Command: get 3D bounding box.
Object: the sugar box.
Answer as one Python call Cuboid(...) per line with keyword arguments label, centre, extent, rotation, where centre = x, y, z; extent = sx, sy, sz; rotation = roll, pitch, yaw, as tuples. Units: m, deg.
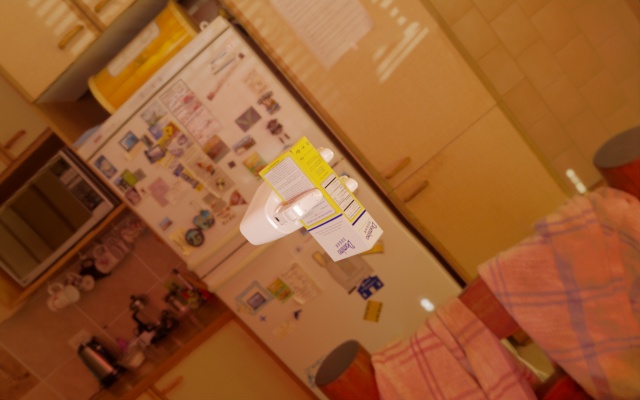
Cuboid(label="sugar box", centre=(0.000, 0.002, 0.682), extent=(0.048, 0.176, 0.093), rotation=(-49, 12, -35))
